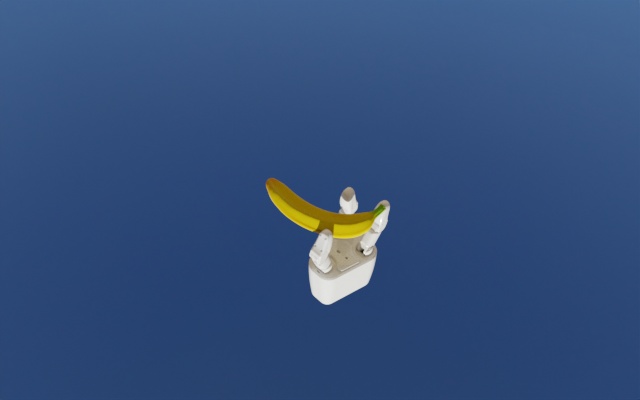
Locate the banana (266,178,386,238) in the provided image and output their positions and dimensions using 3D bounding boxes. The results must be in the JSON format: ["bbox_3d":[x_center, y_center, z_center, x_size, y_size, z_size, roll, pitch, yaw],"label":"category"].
[{"bbox_3d":[-0.003,0.018,0.747,0.198,0.069,0.037,15,-32,11],"label":"banana"}]
